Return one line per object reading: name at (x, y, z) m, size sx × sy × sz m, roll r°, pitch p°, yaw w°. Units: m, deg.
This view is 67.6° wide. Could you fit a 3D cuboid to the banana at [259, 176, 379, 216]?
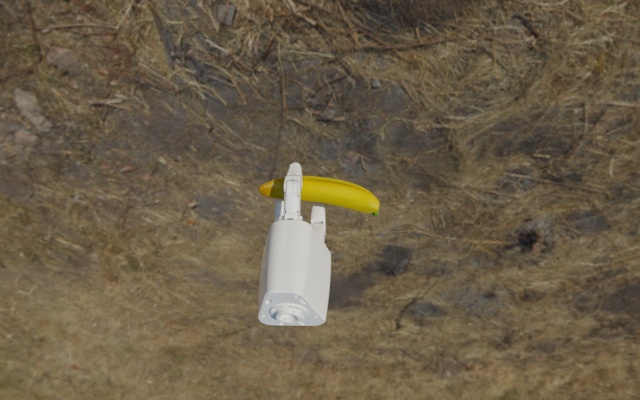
banana at (0.010, -0.007, 0.714) m, size 0.198 × 0.037 × 0.070 m, roll 13°, pitch -35°, yaw -16°
